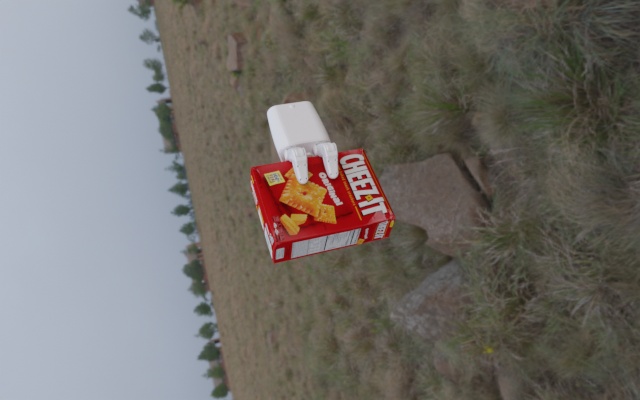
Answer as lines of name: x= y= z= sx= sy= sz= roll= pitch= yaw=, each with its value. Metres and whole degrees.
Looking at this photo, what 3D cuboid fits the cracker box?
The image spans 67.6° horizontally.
cracker box: x=0.000 y=0.003 z=0.832 sx=0.213 sy=0.164 sz=0.072 roll=-11 pitch=-32 yaw=-15
